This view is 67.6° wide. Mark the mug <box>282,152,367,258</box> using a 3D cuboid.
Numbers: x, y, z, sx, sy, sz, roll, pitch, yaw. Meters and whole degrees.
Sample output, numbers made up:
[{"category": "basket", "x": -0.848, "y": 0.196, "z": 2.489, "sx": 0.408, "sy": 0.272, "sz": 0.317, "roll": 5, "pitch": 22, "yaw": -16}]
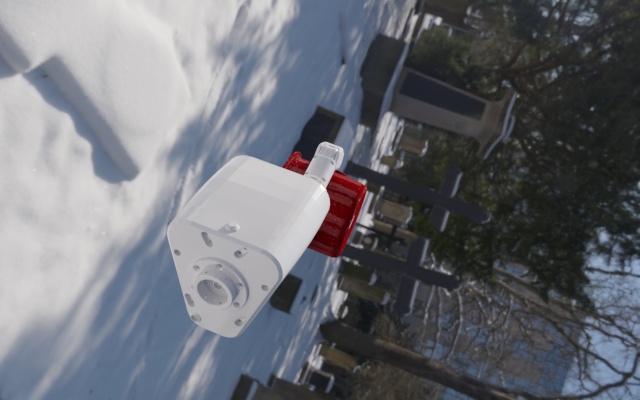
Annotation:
[{"category": "mug", "x": 0.001, "y": 0.001, "z": 0.500, "sx": 0.081, "sy": 0.093, "sz": 0.117, "roll": 22, "pitch": 36, "yaw": 8}]
